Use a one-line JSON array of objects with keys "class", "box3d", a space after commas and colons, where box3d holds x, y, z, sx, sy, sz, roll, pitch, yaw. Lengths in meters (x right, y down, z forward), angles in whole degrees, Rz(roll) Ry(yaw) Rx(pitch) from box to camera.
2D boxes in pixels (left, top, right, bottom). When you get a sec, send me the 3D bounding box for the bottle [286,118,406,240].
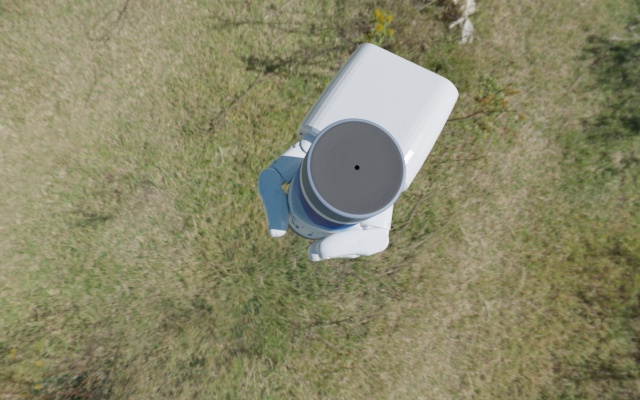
[{"class": "bottle", "box3d": [0.000, 0.001, 0.450, 0.069, 0.069, 0.296, 0, -9, -9]}]
